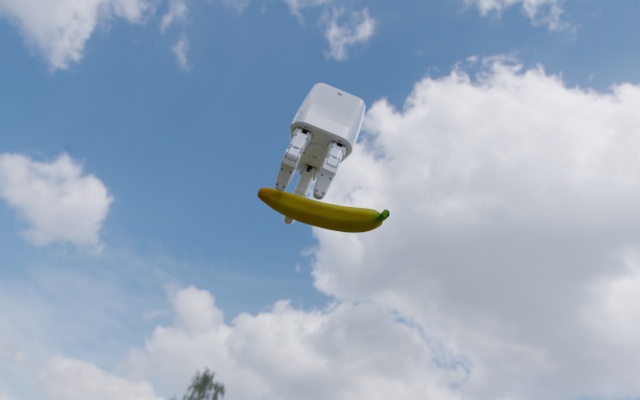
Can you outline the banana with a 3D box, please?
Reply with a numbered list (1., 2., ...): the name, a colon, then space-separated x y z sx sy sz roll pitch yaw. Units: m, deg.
1. banana: 0.007 0.014 0.683 0.198 0.037 0.070 8 -36 20
